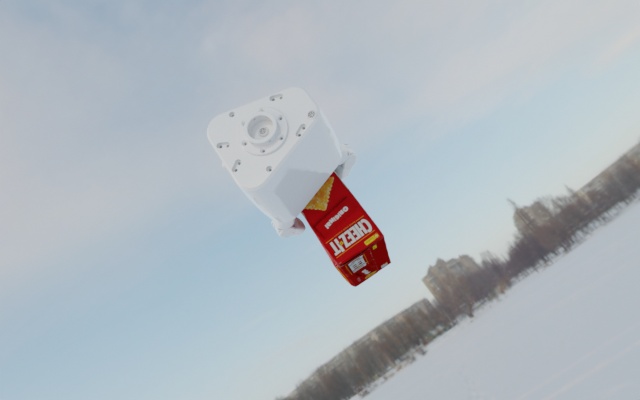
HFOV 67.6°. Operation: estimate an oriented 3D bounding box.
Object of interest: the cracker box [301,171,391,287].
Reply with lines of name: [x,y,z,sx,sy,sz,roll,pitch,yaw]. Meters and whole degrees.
cracker box: [0.000,0.002,0.632,0.072,0.213,0.164,-35,-21,-1]
